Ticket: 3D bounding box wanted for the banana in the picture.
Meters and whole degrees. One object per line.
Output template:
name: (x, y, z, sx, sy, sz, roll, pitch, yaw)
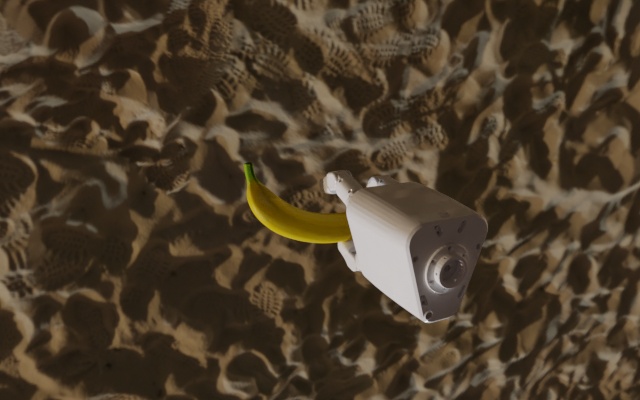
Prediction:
banana: (-0.010, 0.018, 0.579, 0.198, 0.069, 0.037, 20, 5, -28)
